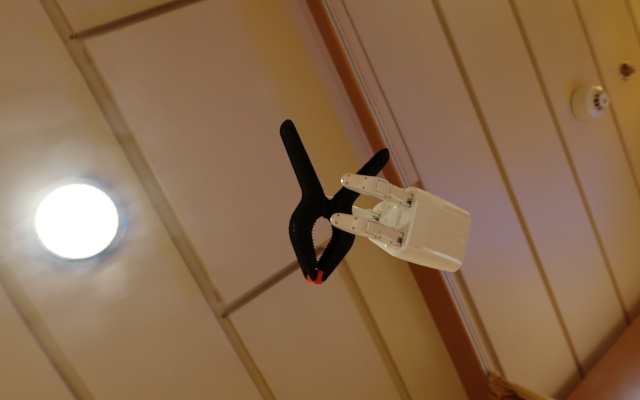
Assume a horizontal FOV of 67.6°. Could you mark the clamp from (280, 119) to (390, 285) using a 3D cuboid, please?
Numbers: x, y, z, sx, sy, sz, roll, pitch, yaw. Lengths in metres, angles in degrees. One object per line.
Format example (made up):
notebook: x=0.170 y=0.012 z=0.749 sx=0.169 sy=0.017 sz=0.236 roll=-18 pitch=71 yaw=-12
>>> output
clamp: x=0.000 y=0.003 z=0.633 sx=0.164 sy=0.210 sz=0.036 roll=20 pitch=-10 yaw=-22
